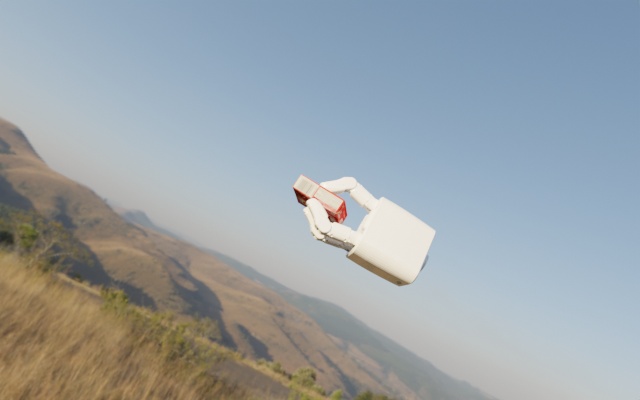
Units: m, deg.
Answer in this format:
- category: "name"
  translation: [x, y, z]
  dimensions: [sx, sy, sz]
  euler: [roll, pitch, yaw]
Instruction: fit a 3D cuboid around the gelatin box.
- category: "gelatin box"
  translation: [0.000, 0.002, 0.790]
  dimensions: [0.089, 0.030, 0.073]
  euler: [32, -14, 15]
